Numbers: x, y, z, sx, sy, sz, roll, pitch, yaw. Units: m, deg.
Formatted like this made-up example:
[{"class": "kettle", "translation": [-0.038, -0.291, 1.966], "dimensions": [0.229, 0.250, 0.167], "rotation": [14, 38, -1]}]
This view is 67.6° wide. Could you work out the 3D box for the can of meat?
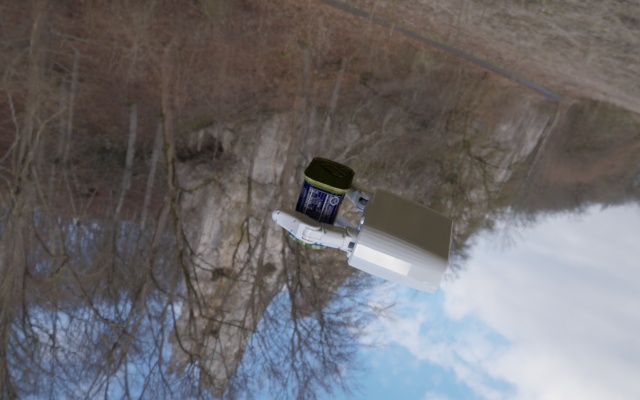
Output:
[{"class": "can of meat", "translation": [0.000, 0.002, 0.598], "dimensions": [0.057, 0.084, 0.102], "rotation": [20, 21, 2]}]
